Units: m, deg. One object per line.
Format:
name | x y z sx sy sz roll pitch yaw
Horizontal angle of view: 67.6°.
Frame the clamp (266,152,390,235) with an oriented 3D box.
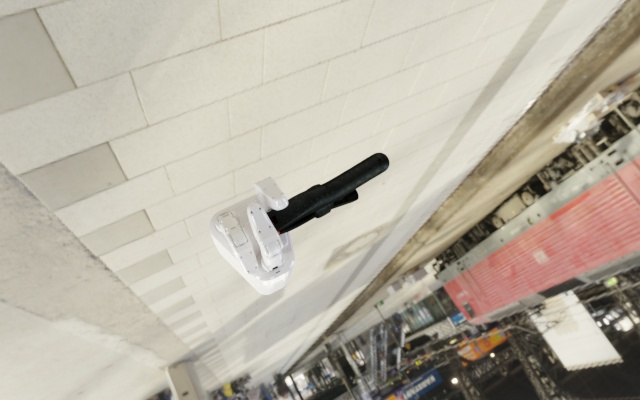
clamp | 0.000 0.002 0.595 0.171 0.039 0.120 -26 -17 -16
